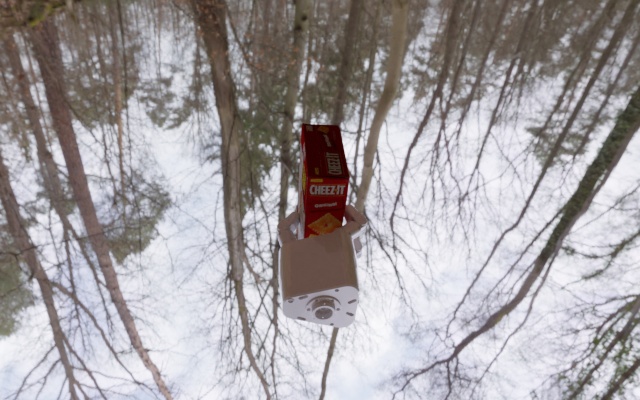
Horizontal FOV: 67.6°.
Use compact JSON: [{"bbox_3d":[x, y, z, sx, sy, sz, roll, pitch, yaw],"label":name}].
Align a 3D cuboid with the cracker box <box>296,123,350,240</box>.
[{"bbox_3d":[0.000,0.003,0.807,0.072,0.214,0.164,1,37,-7],"label":"cracker box"}]
